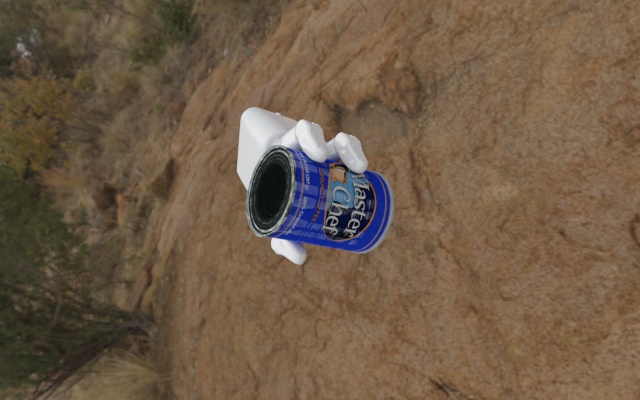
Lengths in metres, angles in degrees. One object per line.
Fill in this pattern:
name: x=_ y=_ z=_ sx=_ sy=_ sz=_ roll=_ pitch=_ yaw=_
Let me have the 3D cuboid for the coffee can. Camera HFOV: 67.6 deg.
coffee can: x=0.000 y=0.002 z=0.553 sx=0.140 sy=0.103 sz=0.103 roll=13 pitch=-7 yaw=-34
